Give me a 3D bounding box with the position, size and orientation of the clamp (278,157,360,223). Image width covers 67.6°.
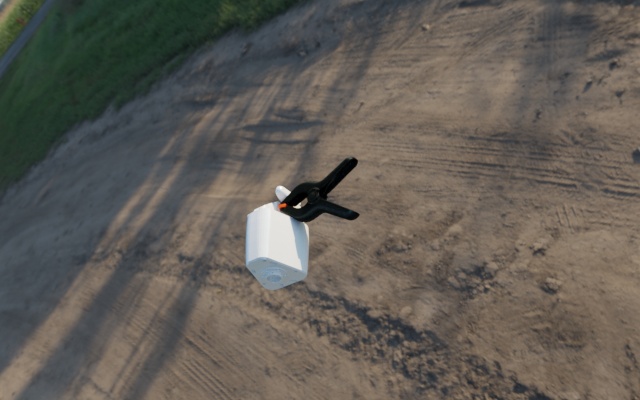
[{"bbox_3d":[0.000,0.002,0.851,0.171,0.120,0.039,-27,-43,27],"label":"clamp"}]
